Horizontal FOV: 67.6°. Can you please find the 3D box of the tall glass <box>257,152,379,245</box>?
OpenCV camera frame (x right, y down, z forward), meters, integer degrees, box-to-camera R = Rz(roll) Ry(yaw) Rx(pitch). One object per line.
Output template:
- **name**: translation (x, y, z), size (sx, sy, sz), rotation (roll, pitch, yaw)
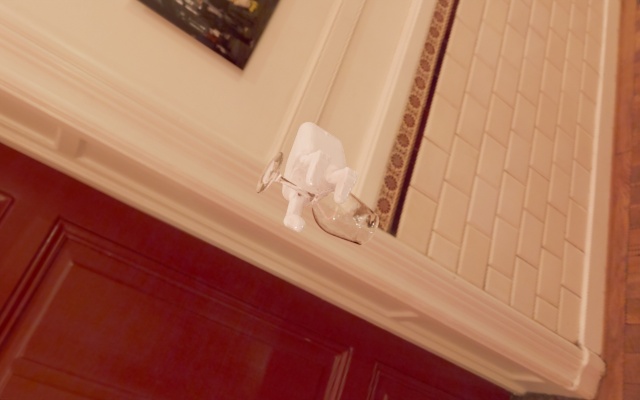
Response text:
- **tall glass**: translation (0.000, 0.002, 0.781), size (0.201, 0.079, 0.079), rotation (30, -12, -21)
